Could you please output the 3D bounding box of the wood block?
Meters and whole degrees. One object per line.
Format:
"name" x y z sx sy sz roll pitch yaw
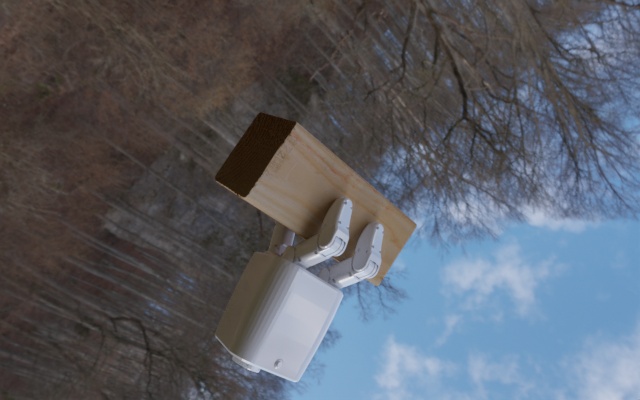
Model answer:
"wood block" 0.000 0.002 0.534 0.206 0.090 0.090 37 -6 -35
